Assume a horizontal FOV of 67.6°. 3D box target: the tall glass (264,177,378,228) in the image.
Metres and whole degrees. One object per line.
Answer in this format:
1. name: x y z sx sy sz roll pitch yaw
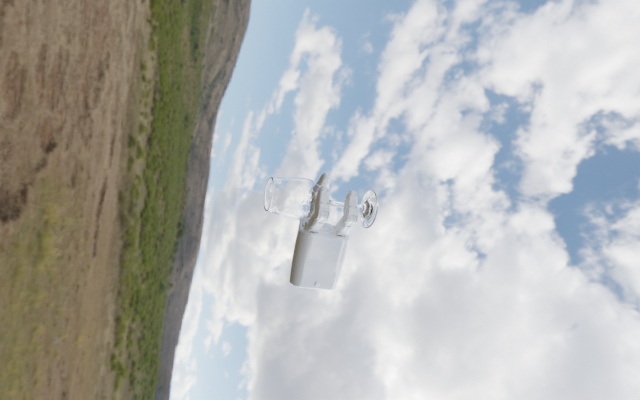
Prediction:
1. tall glass: 0.001 0.003 0.879 0.201 0.079 0.079 9 -3 -20
